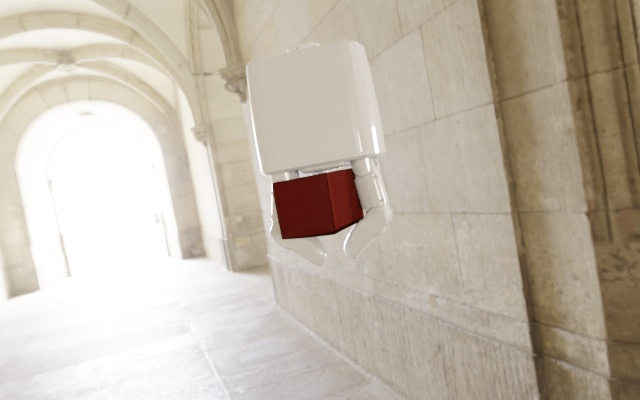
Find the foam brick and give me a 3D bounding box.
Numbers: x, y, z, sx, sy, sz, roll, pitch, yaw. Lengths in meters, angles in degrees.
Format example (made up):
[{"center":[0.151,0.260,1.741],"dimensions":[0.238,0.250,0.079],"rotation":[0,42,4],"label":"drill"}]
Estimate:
[{"center":[0.000,0.002,0.429],"dimensions":[0.053,0.051,0.078],"rotation":[-8,4,24],"label":"foam brick"}]
